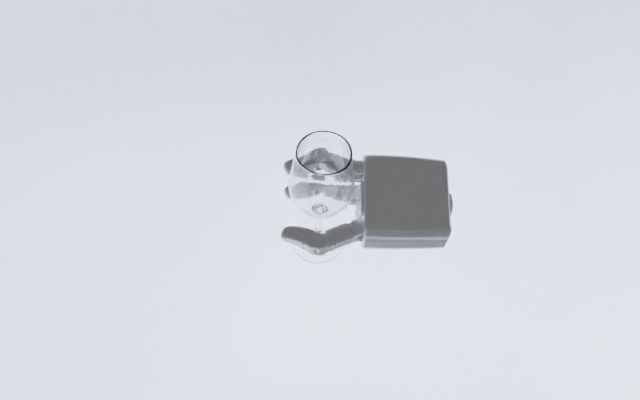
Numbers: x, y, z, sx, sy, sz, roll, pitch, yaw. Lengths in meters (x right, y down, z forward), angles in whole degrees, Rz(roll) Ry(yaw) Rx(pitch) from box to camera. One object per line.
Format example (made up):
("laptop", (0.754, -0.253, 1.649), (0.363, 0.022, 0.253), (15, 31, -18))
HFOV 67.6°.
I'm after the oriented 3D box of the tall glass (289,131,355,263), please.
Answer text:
("tall glass", (0.000, 0.002, 0.596), (0.079, 0.079, 0.201), (0, -33, -2))
